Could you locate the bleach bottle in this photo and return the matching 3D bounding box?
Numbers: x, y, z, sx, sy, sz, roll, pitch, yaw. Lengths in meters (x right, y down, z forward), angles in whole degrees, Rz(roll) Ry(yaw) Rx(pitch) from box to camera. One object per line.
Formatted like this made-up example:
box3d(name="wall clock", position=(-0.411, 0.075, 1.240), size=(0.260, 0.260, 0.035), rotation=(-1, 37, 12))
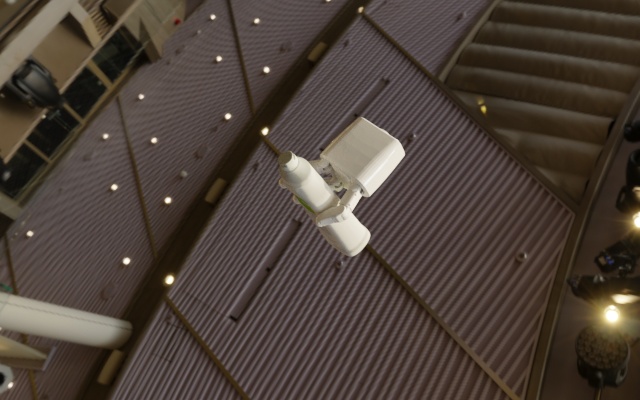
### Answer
box3d(name="bleach bottle", position=(0.000, 0.003, 0.865), size=(0.102, 0.068, 0.251), rotation=(32, -15, 42))
